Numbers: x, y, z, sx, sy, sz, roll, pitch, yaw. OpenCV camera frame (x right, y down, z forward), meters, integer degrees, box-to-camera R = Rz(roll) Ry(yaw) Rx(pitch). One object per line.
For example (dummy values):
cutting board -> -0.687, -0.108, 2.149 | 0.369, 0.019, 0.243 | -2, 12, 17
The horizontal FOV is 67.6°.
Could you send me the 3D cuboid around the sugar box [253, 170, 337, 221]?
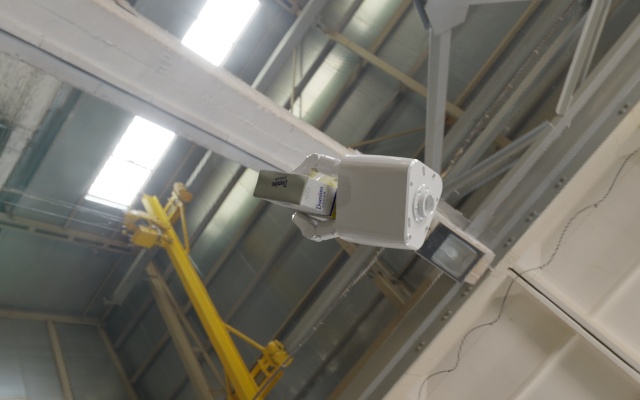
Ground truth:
sugar box -> 0.000, 0.002, 0.683 | 0.093, 0.048, 0.176 | 10, -10, 41
